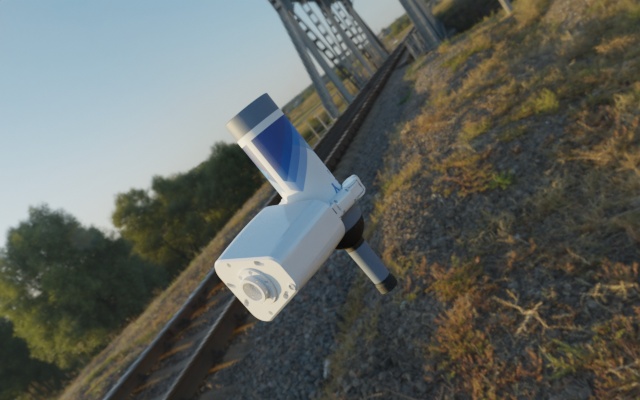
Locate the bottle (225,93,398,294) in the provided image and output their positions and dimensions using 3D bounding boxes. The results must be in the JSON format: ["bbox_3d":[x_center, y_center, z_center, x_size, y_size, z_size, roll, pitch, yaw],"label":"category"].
[{"bbox_3d":[0.000,0.002,0.606,0.069,0.296,0.069,-38,10,8],"label":"bottle"}]
